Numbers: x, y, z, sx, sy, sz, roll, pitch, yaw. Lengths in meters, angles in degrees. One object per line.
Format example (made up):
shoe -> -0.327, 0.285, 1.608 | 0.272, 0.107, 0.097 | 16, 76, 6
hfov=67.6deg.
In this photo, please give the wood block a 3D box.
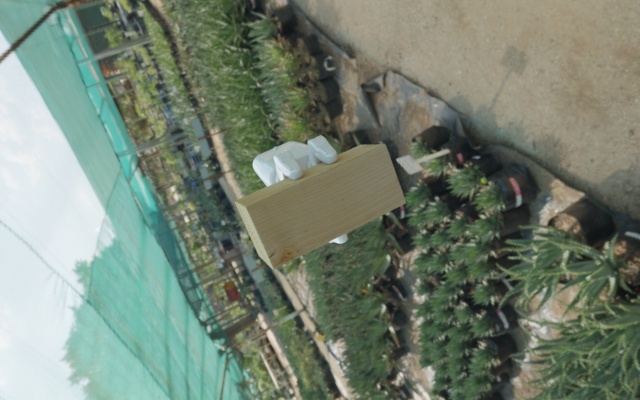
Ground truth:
wood block -> 0.000, 0.002, 0.662 | 0.206, 0.091, 0.090 | -26, 14, -16
